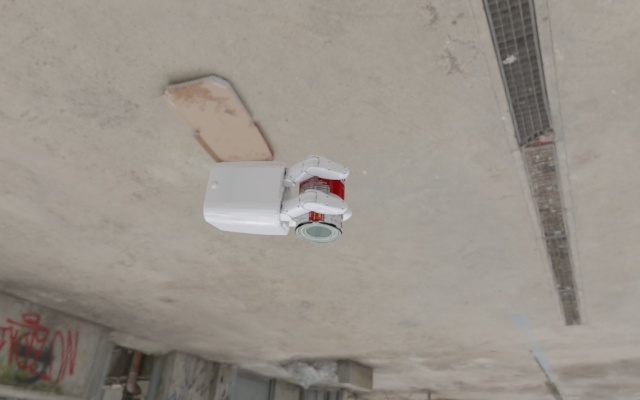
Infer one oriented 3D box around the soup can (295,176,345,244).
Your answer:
[{"bbox_3d":[0.001,0.003,0.679,0.068,0.102,0.068,3,-29,2],"label":"soup can"}]
